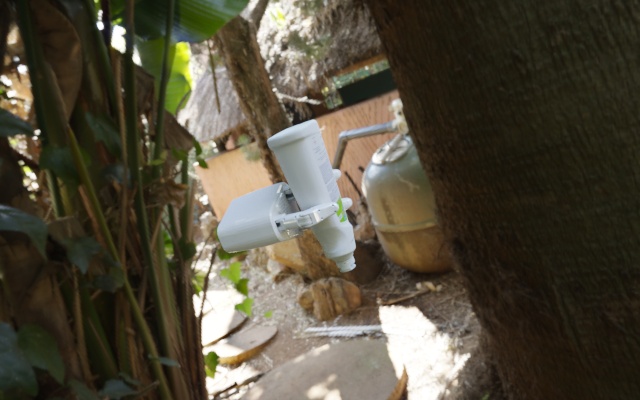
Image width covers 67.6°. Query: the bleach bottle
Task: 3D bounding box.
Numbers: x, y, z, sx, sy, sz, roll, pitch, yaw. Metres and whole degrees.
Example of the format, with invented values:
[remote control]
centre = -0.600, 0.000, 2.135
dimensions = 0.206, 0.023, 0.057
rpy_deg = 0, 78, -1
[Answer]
[bleach bottle]
centre = 0.000, 0.002, 0.767
dimensions = 0.068, 0.251, 0.102
rpy_deg = -16, 14, 22
